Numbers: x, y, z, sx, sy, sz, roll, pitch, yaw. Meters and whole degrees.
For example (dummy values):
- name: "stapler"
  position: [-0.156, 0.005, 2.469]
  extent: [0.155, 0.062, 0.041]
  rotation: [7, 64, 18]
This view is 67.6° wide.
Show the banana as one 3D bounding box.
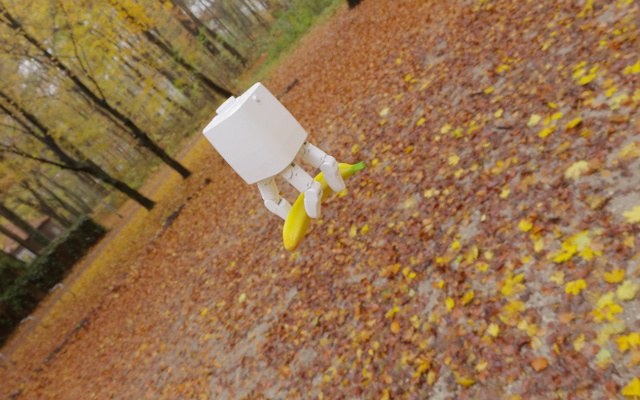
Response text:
- name: "banana"
  position: [-0.008, 0.000, 0.761]
  extent: [0.197, 0.037, 0.069]
  rotation: [-50, 25, -24]
